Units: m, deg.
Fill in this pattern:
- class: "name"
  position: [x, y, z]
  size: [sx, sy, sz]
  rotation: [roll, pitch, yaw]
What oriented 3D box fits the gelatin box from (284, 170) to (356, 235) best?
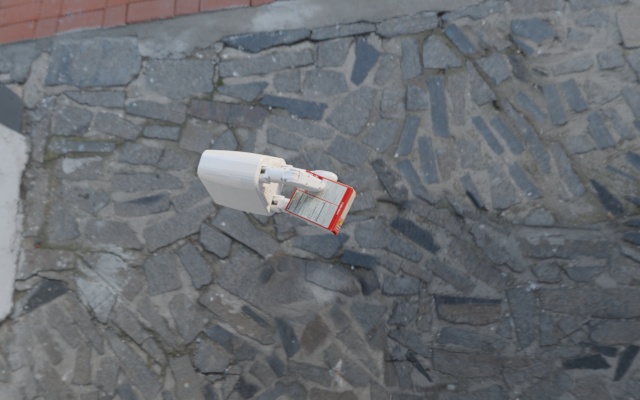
- class: "gelatin box"
  position: [0.000, 0.002, 0.737]
  size: [0.089, 0.073, 0.030]
  rotation: [22, -10, 25]
